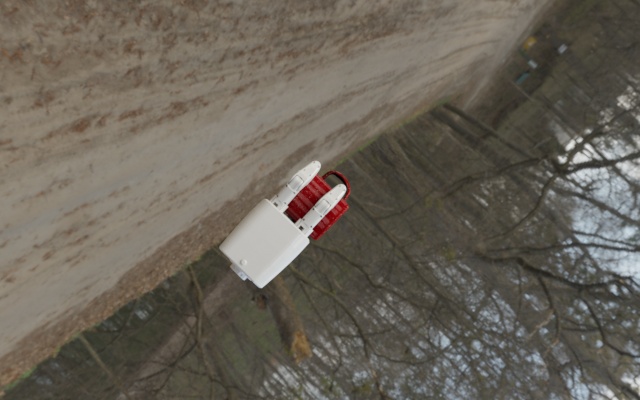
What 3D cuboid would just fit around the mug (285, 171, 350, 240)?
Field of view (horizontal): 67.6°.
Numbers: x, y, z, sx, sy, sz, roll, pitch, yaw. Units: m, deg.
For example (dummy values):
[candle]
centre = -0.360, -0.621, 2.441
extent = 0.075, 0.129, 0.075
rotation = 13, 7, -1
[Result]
[mug]
centre = 0.001, 0.002, 0.796
extent = 0.081, 0.117, 0.093
rotation = 44, -9, 4
